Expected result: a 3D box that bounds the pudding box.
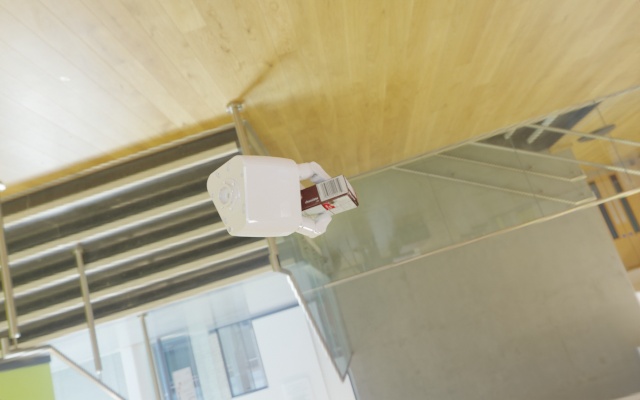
[{"bbox_3d":[0.000,0.003,0.798,0.113,0.039,0.090,-18,-17,10],"label":"pudding box"}]
